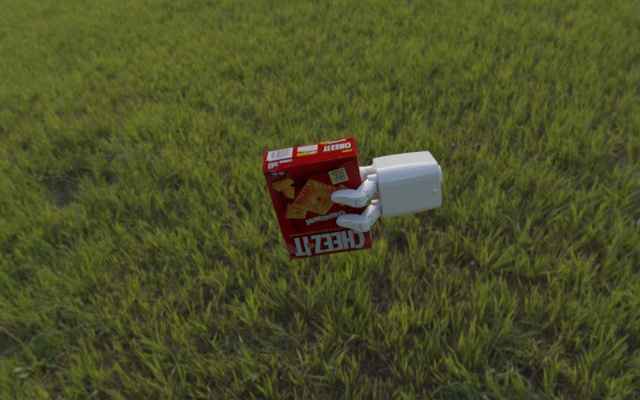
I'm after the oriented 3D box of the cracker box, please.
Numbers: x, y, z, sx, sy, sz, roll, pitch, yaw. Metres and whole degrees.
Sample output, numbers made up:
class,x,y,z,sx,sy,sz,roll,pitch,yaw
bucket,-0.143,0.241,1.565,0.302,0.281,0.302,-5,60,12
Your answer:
class,x,y,z,sx,sy,sz,roll,pitch,yaw
cracker box,0.000,0.003,0.870,0.164,0.214,0.072,-9,36,6
